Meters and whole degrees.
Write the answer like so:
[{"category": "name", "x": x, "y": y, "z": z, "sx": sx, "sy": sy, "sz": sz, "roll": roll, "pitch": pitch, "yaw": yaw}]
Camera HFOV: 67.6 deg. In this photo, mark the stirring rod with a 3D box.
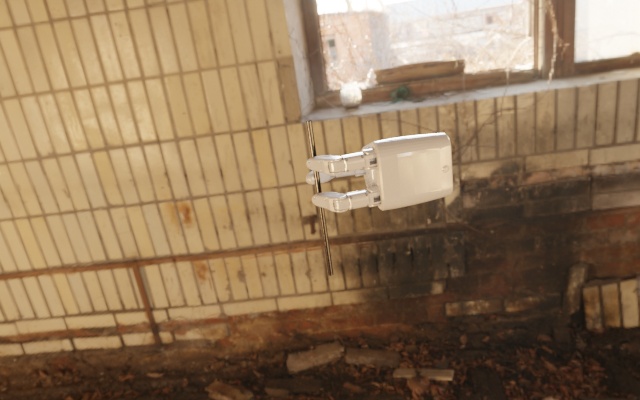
[{"category": "stirring rod", "x": 0.000, "y": 0.002, "z": 0.704, "sx": 0.011, "sy": 0.240, "sz": 0.011, "roll": -7, "pitch": 19, "yaw": 2}]
